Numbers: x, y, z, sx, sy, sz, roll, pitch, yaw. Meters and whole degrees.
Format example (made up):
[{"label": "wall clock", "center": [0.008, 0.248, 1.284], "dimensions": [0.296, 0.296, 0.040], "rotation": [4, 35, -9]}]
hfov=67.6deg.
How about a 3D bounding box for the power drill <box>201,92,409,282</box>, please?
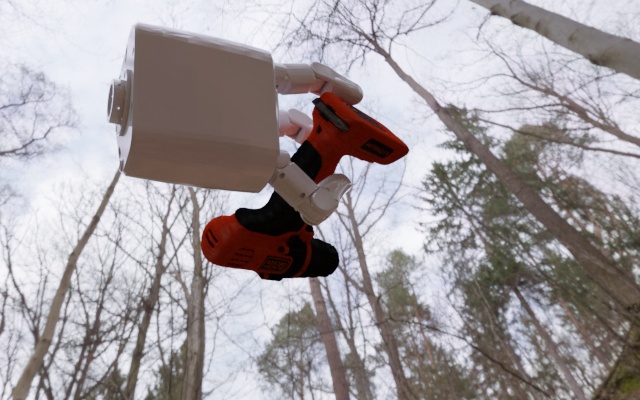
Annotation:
[{"label": "power drill", "center": [0.000, 0.001, 0.466], "dimensions": [0.184, 0.188, 0.057], "rotation": [18, 24, -52]}]
